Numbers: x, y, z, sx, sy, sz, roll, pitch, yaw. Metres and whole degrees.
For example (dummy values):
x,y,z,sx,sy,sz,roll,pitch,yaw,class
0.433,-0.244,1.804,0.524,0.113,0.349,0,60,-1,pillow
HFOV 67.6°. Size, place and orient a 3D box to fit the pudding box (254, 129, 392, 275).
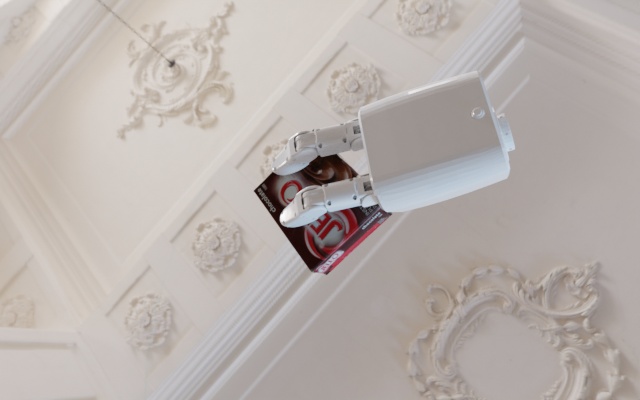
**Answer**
x,y,z,sx,sy,sz,roll,pitch,yaw,class
0.000,0.002,0.464,0.113,0.090,0.039,52,11,30,pudding box
